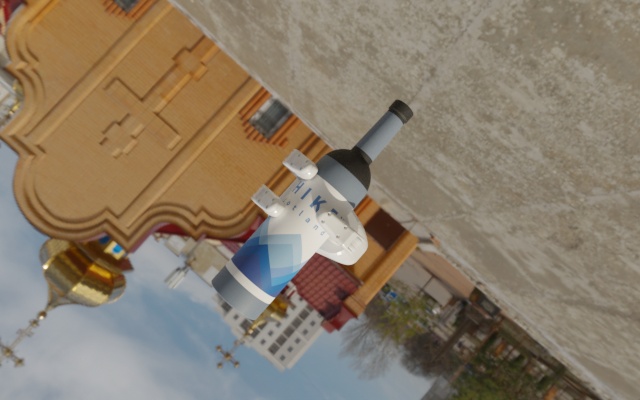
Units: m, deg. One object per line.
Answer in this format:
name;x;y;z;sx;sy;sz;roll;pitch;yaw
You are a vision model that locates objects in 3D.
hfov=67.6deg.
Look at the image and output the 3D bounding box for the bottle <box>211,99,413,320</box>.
bottle;0.000;0.002;0.544;0.069;0.295;0.069;41;-4;3
